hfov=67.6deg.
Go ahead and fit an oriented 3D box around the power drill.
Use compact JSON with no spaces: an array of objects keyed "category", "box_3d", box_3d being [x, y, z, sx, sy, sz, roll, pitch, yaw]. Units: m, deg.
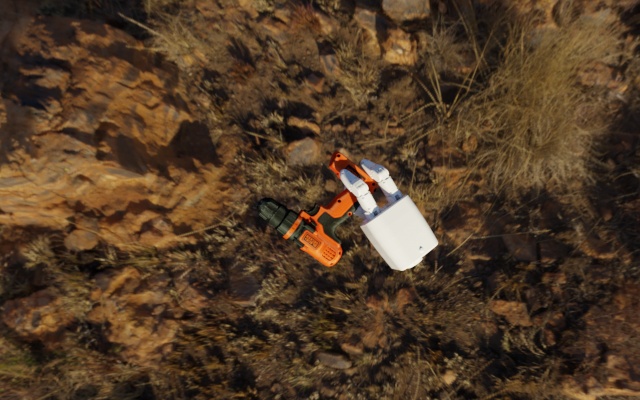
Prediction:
[{"category":"power drill","box_3d":[0.001,0.003,0.890,0.184,0.187,0.057,37,1,-10]}]
